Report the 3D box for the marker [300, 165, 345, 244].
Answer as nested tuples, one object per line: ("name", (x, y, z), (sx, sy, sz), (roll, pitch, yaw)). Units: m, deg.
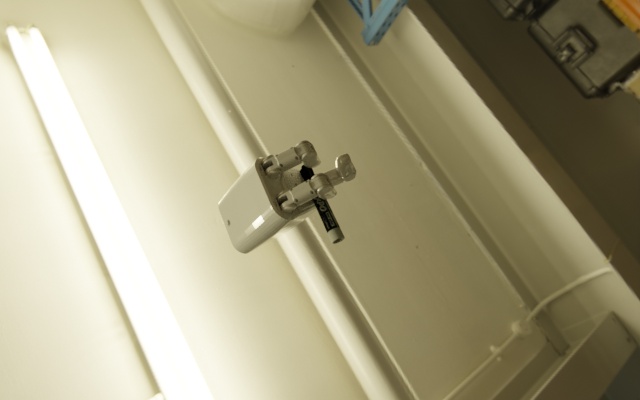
("marker", (0.000, 0.002, 0.650), (0.020, 0.121, 0.020), (-21, -22, -9))
